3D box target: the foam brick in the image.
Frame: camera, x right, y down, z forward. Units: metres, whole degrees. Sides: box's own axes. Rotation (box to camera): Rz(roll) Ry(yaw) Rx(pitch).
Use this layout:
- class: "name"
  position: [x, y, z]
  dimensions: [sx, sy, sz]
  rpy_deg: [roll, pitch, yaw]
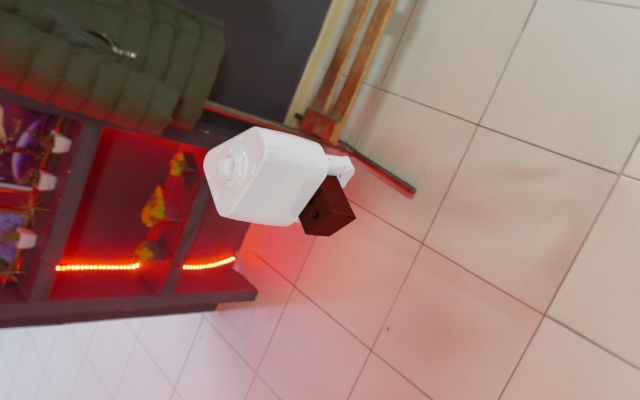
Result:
- class: "foam brick"
  position: [0.000, 0.002, 0.630]
  dimensions: [0.053, 0.078, 0.051]
  rpy_deg: [-38, -28, 28]
